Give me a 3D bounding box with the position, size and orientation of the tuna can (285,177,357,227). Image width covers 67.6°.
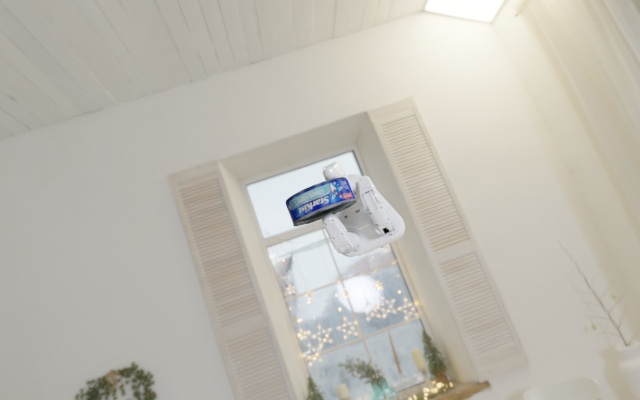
[{"bbox_3d":[0.000,0.001,0.599,0.086,0.033,0.086,-21,-8,-3],"label":"tuna can"}]
